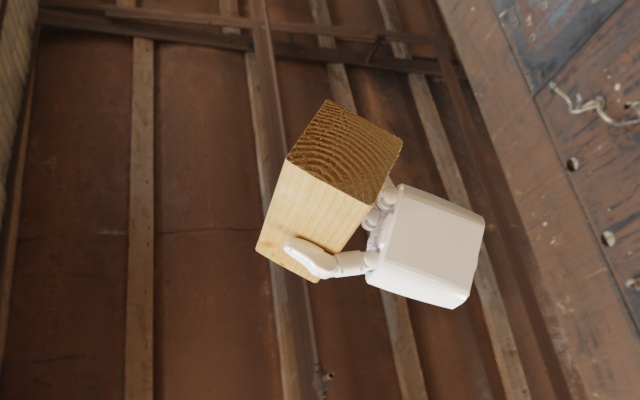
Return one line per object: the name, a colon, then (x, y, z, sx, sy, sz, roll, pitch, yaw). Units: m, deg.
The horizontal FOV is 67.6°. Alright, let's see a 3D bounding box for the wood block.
wood block: (0.000, 0.002, 0.529, 0.090, 0.090, 0.206, 29, -33, 1)
